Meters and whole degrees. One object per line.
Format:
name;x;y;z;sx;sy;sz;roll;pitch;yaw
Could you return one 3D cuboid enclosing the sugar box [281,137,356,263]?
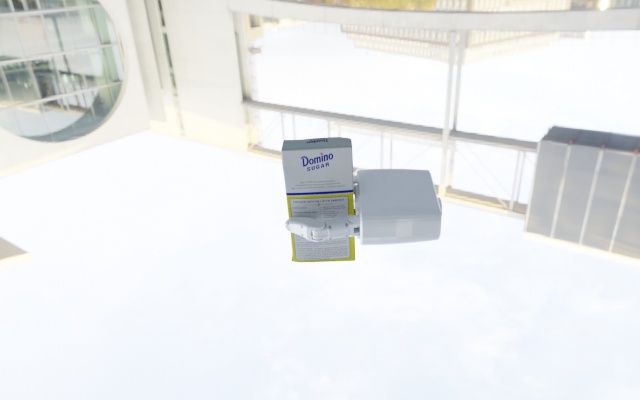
sugar box;0.000;0.002;0.656;0.093;0.176;0.048;-2;26;2
